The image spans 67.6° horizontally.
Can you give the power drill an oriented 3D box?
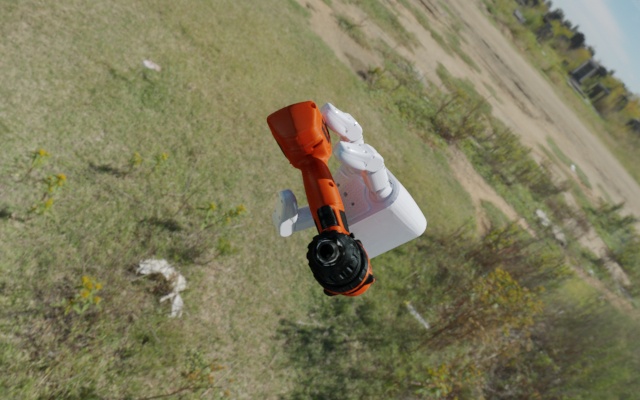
[{"bbox_3d":[0.000,0.001,0.469,0.057,0.187,0.184,-17,-18,3],"label":"power drill"}]
